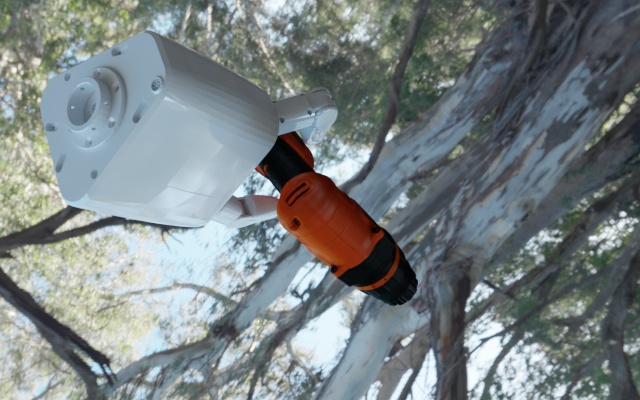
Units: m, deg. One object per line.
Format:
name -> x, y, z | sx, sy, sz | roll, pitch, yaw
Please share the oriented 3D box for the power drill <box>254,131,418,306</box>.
power drill -> 0.000, 0.001, 0.420 | 0.187, 0.057, 0.184 | 48, 1, 43
